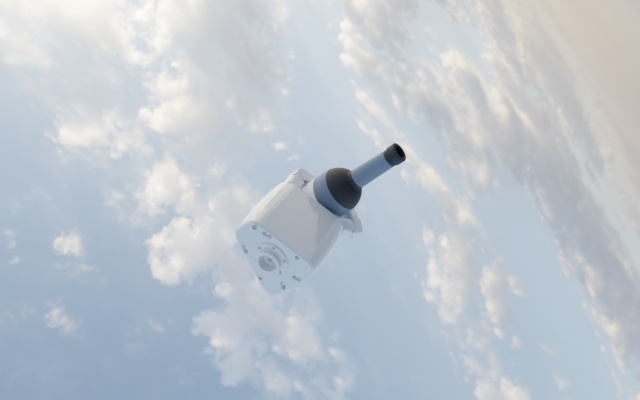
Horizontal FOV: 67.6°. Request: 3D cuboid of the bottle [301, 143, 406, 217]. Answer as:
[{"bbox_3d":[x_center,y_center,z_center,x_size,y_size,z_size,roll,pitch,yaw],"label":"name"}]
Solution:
[{"bbox_3d":[0.000,0.002,0.700,0.296,0.069,0.069,-32,-20,34],"label":"bottle"}]
